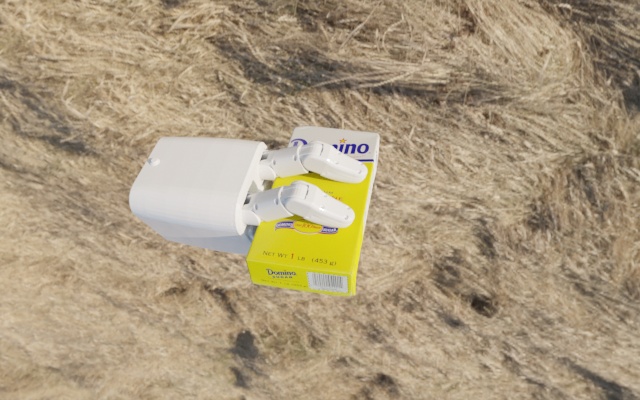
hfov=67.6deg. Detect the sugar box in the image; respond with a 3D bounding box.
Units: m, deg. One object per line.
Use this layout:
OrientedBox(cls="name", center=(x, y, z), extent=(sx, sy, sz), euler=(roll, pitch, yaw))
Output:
OrientedBox(cls="sugar box", center=(0.000, 0.001, 0.455), extent=(0.093, 0.176, 0.048), euler=(7, -38, 9))
